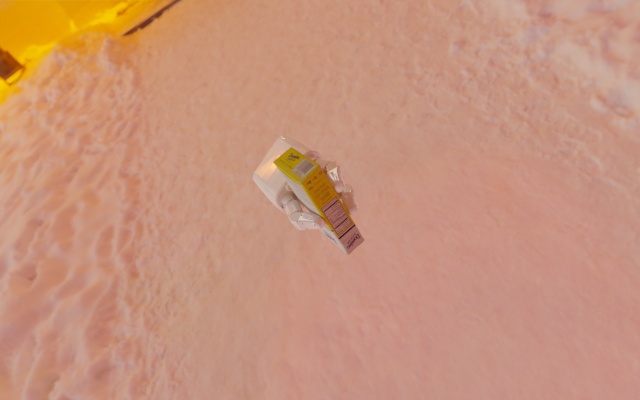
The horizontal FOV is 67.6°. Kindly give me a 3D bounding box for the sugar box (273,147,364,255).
[{"bbox_3d":[0.000,0.002,0.767,0.093,0.048,0.176,38,-13,50],"label":"sugar box"}]
